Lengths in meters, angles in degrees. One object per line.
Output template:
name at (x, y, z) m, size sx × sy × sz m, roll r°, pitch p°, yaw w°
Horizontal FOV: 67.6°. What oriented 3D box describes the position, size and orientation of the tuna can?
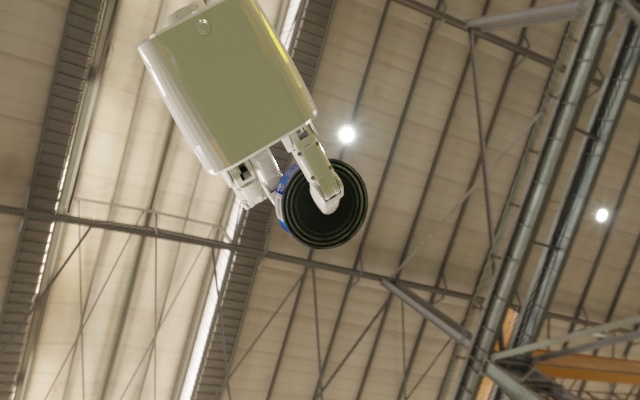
tuna can at (0.000, 0.001, 0.456) m, size 0.086 × 0.086 × 0.033 m, roll 0°, pitch 8°, yaw -20°
